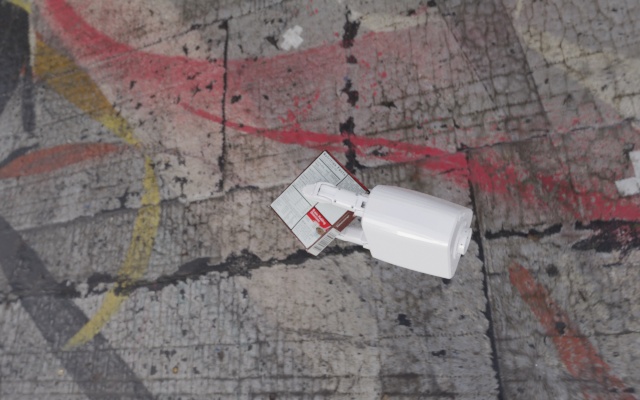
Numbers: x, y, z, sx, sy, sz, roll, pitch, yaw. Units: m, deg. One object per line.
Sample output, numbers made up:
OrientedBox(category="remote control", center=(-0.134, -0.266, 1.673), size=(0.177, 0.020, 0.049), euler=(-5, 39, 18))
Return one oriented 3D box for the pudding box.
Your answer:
OrientedBox(category="pudding box", center=(0.000, 0.002, 0.637), size=(0.090, 0.113, 0.039), euler=(48, 3, 25))
